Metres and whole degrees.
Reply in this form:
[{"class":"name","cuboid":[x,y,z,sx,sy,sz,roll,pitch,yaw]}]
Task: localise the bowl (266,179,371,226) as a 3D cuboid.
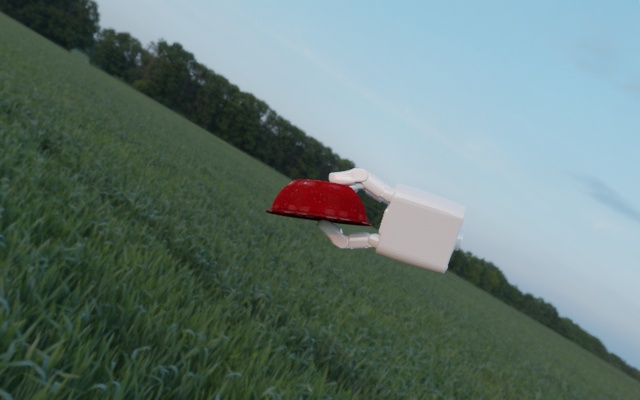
[{"class":"bowl","cuboid":[-0.001,0.002,0.727,0.162,0.055,0.162,7,-4,1]}]
